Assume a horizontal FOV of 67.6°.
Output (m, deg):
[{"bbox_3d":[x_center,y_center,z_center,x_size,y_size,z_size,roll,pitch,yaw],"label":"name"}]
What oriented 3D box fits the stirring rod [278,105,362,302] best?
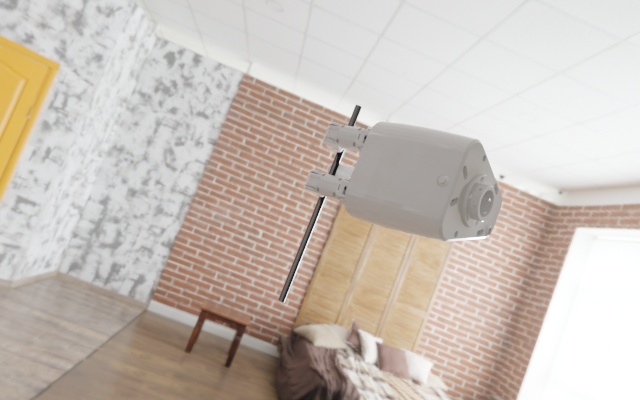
[{"bbox_3d":[0.000,0.002,0.546,0.011,0.239,0.011,22,-4,2],"label":"stirring rod"}]
